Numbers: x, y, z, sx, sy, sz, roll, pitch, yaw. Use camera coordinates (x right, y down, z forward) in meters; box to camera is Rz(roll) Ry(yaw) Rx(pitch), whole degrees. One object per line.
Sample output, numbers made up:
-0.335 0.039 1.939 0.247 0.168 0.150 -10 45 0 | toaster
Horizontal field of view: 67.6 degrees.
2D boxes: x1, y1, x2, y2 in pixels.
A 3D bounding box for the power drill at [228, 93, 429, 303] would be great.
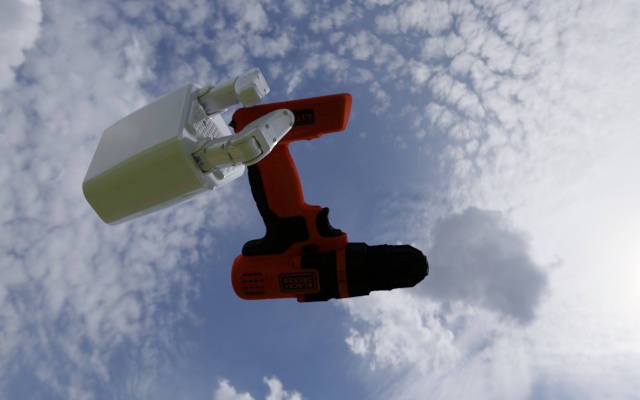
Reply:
0.000 0.001 0.432 0.184 0.188 0.057 -5 11 5 | power drill
